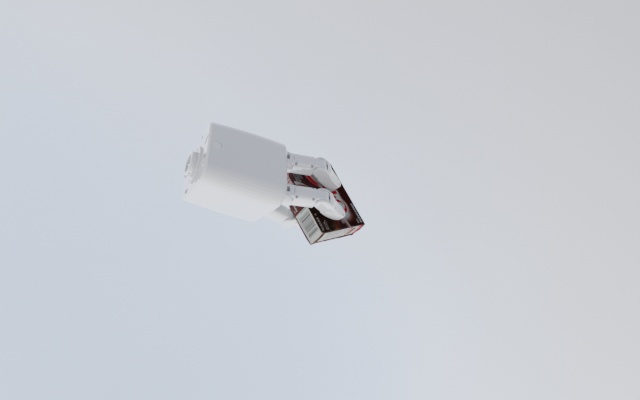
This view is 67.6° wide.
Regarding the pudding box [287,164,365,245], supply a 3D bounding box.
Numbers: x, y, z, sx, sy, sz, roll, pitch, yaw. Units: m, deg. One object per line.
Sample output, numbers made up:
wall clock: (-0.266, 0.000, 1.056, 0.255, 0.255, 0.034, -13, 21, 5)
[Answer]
pudding box: (0.000, 0.002, 0.686, 0.090, 0.113, 0.039, -10, -25, -44)
